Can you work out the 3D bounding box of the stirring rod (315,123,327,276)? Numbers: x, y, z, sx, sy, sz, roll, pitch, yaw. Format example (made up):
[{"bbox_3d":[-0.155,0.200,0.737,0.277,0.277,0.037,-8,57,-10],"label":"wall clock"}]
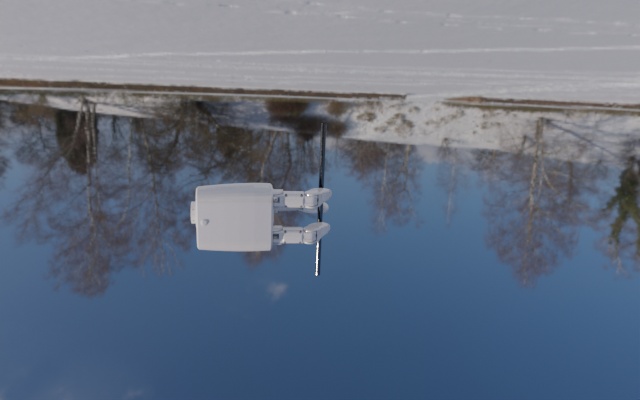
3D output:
[{"bbox_3d":[0.000,0.002,0.732,0.011,0.239,0.011,2,15,-1],"label":"stirring rod"}]
